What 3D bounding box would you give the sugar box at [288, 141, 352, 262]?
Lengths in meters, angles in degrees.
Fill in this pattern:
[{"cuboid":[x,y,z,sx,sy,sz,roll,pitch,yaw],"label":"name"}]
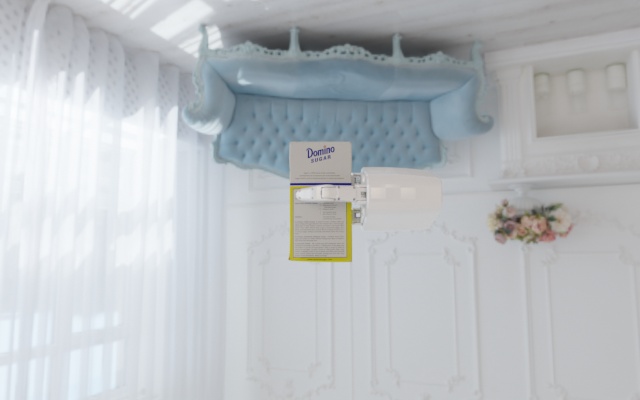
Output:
[{"cuboid":[0.000,0.002,0.708,0.093,0.176,0.048,1,-6,0],"label":"sugar box"}]
